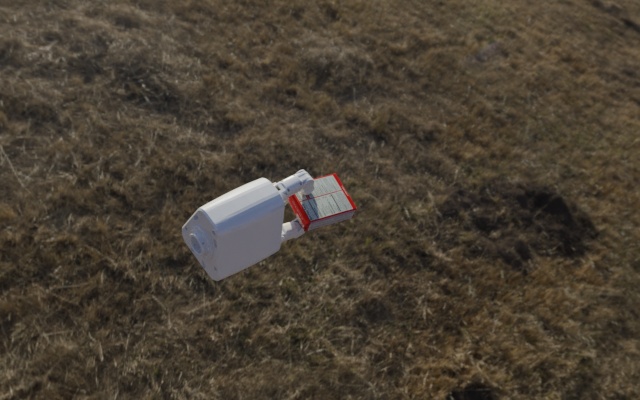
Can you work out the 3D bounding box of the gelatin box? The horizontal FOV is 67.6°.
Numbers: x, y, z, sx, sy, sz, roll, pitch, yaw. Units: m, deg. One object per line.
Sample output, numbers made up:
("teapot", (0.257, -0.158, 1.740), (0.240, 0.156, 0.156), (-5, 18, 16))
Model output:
("gelatin box", (0.001, 0.002, 0.736), (0.089, 0.073, 0.030), (-16, -30, -27))
